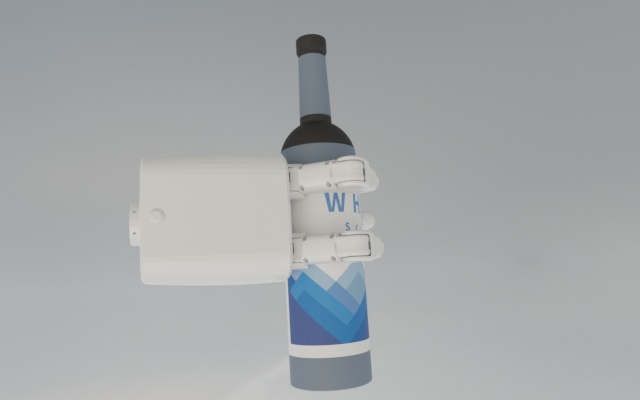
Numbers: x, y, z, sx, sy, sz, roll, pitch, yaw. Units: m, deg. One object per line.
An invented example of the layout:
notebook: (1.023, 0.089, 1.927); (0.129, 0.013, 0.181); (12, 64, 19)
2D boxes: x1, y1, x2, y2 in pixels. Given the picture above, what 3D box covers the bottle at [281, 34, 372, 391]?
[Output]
bottle: (0.000, 0.002, 0.408); (0.069, 0.295, 0.069); (-3, -8, -1)
